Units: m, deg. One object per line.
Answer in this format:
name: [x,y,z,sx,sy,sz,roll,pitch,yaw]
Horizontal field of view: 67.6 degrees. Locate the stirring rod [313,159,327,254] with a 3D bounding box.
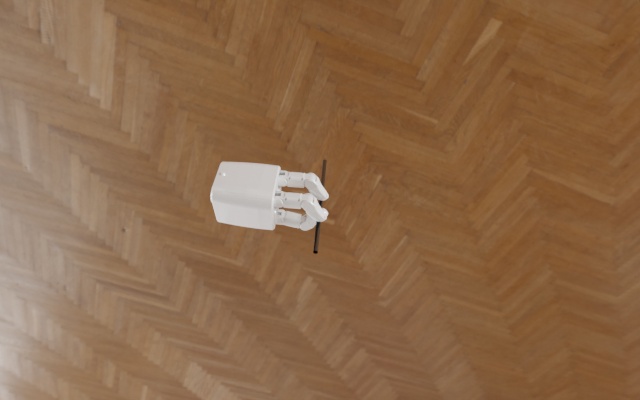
stirring rod: [0.000,0.003,0.868,0.011,0.011,0.239,0,43,5]
